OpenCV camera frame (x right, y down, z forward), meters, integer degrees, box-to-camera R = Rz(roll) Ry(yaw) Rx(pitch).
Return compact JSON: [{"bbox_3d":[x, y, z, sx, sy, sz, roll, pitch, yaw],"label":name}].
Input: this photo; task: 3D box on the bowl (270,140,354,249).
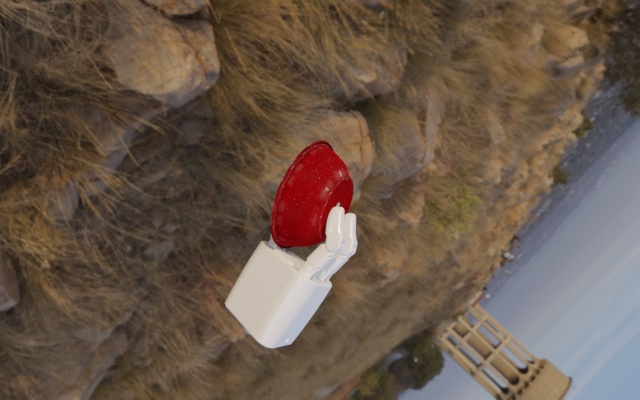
[{"bbox_3d":[0.001,0.001,0.656,0.055,0.162,0.162,23,9,23],"label":"bowl"}]
